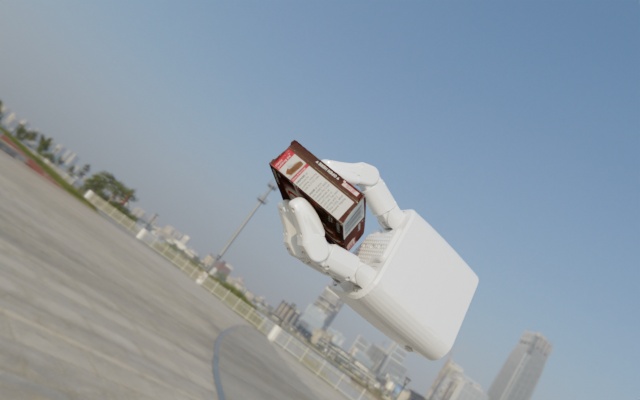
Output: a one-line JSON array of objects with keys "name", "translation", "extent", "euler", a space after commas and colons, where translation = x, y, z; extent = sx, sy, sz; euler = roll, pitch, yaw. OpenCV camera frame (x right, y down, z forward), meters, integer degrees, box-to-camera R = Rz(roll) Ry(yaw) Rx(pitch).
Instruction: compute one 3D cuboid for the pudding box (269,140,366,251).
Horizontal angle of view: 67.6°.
[{"name": "pudding box", "translation": [0.000, 0.001, 0.471], "extent": [0.090, 0.039, 0.113], "euler": [39, -16, 16]}]
